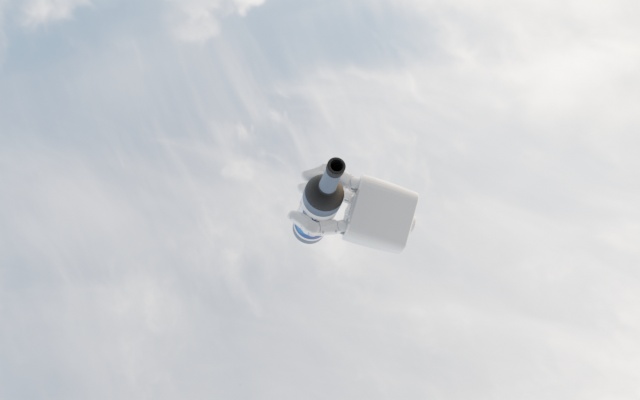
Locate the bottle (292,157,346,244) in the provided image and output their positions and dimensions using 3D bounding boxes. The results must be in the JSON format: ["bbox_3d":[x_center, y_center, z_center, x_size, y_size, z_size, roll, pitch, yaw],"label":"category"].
[{"bbox_3d":[0.000,0.003,0.812,0.069,0.069,0.296,0,-21,-10],"label":"bottle"}]
